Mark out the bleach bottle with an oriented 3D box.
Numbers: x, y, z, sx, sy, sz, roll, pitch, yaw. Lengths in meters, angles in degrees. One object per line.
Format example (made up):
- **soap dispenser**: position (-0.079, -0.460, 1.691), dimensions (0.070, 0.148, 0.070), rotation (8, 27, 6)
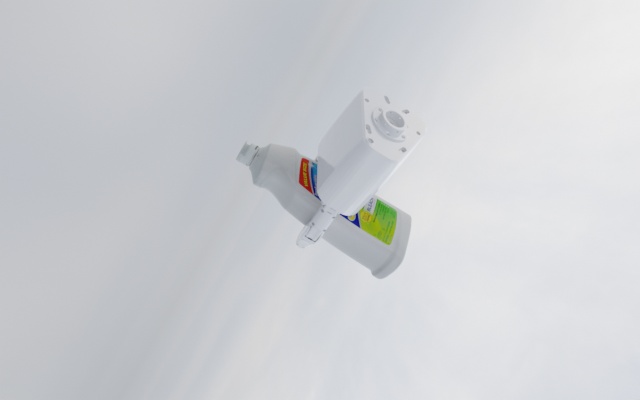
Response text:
- **bleach bottle**: position (0.000, 0.002, 0.642), dimensions (0.251, 0.102, 0.068), rotation (30, -42, -9)
